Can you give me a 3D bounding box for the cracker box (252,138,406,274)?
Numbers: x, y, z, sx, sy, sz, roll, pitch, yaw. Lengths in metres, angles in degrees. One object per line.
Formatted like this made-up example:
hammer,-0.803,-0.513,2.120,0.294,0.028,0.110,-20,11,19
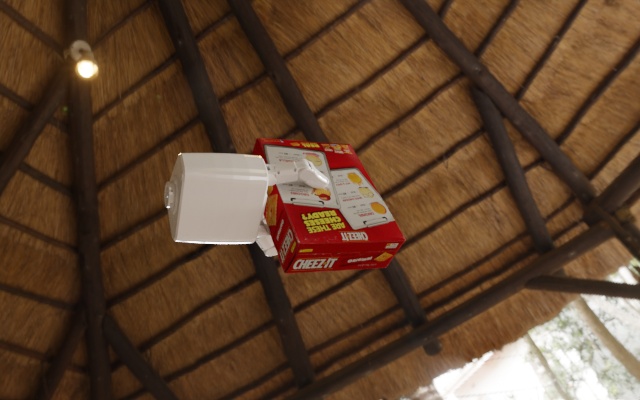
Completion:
cracker box,0.000,0.002,0.697,0.164,0.072,0.213,1,44,-27
